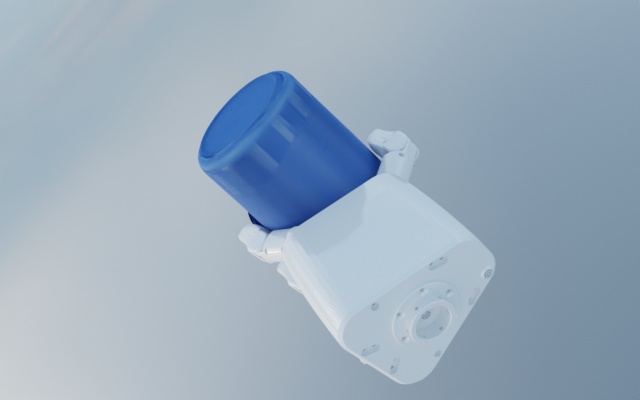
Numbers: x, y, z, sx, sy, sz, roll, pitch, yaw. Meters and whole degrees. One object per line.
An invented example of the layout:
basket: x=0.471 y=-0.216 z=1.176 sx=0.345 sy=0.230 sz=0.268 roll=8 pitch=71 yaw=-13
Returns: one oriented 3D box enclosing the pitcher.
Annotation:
pitcher: x=0.000 y=0.002 z=0.458 sx=0.243 sy=0.149 sz=0.145 roll=42 pitch=3 yaw=-32
